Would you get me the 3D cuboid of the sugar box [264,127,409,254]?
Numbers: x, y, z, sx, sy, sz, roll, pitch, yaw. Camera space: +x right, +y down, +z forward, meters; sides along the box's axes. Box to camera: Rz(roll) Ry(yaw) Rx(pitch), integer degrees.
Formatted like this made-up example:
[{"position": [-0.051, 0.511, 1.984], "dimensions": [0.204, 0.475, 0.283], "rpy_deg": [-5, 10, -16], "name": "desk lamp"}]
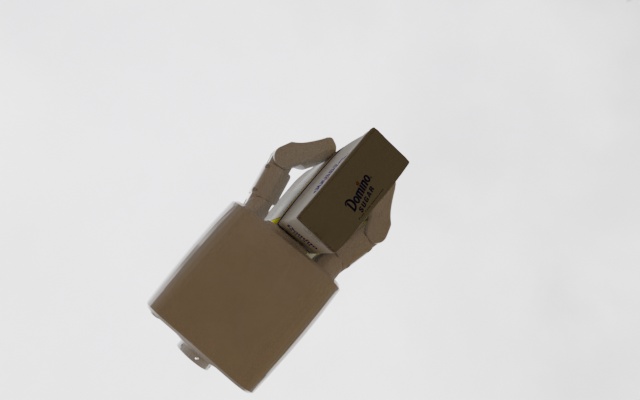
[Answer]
[{"position": [0.000, 0.002, 0.420], "dimensions": [0.048, 0.093, 0.176], "rpy_deg": [43, -16, -11], "name": "sugar box"}]
